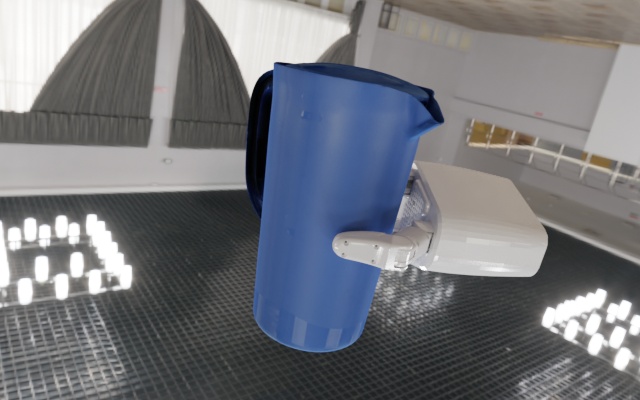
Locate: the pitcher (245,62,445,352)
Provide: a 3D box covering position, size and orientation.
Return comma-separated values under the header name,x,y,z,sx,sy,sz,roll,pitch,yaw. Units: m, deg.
name,x,y,z,sx,sy,sz,roll,pitch,yaw
pitcher,0.000,0.001,0.431,0.145,0.243,0.149,7,18,-11
